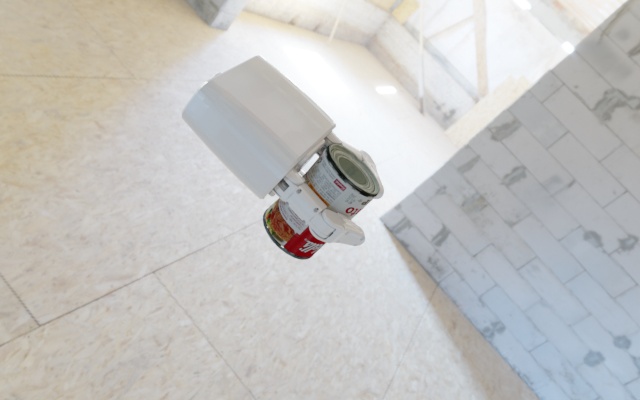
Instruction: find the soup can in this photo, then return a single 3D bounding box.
[{"bbox_3d":[0.001,0.002,0.471,0.102,0.068,0.068,-45,-23,25],"label":"soup can"}]
